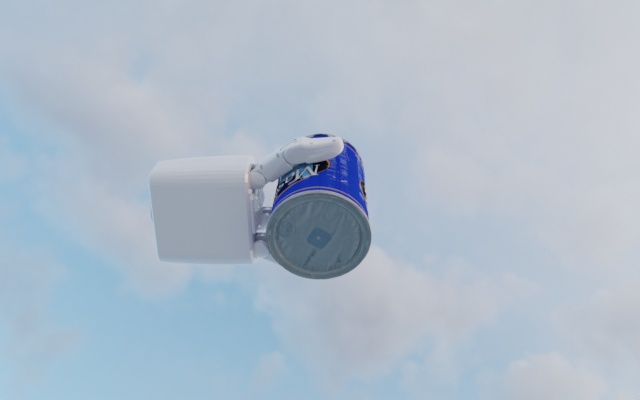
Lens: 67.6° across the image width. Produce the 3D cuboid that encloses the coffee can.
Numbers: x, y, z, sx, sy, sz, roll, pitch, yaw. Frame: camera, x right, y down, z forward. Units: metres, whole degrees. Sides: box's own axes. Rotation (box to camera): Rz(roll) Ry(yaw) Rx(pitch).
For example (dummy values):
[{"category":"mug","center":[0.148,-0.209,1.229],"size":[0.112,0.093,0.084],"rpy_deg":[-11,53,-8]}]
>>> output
[{"category":"coffee can","center":[0.000,0.002,0.520],"size":[0.103,0.103,0.140],"rpy_deg":[0,31,2]}]
